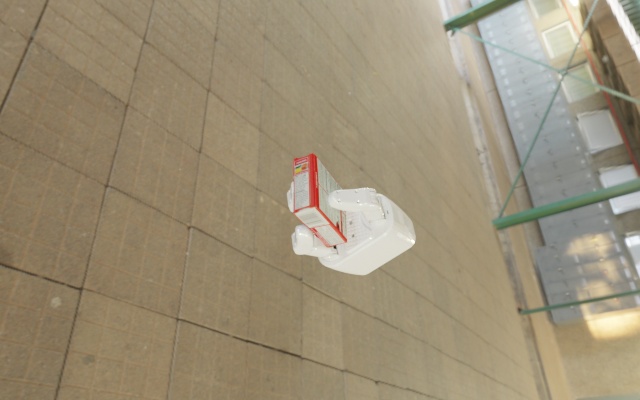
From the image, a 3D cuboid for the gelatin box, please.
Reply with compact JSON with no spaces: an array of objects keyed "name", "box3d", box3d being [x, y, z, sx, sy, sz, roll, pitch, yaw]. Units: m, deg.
[{"name":"gelatin box","box3d":[0.000,0.001,0.541,0.030,0.073,0.089,-16,-36,20]}]
